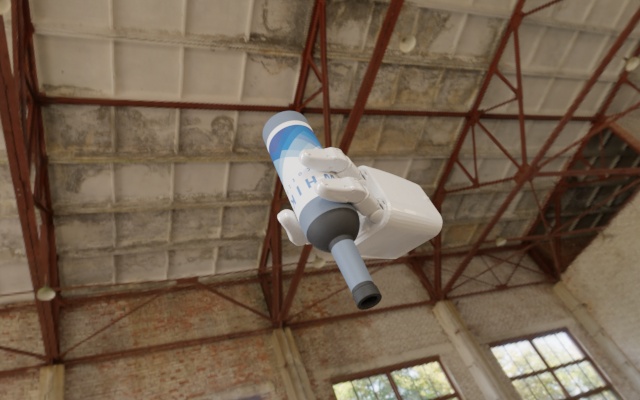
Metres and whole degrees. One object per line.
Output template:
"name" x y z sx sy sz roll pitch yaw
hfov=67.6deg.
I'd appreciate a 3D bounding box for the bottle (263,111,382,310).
"bottle" 0.000 0.002 0.574 0.069 0.069 0.295 0 43 -27
